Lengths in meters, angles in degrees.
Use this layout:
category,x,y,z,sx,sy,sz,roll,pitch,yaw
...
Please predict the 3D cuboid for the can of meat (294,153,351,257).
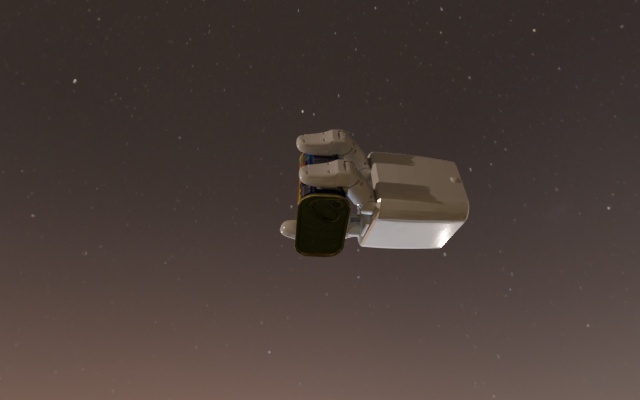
category,x,y,z,sx,sy,sz,roll,pitch,yaw
can of meat,0.000,0.002,0.559,0.057,0.083,0.102,2,-45,-4
